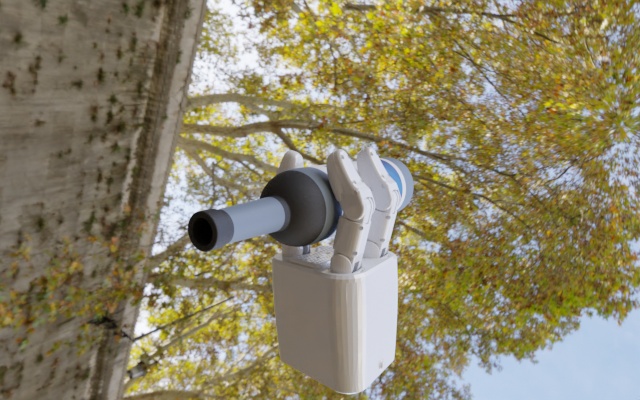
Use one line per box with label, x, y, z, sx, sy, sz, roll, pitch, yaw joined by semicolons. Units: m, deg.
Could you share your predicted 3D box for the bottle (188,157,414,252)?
bottle;0.000;0.001;0.435;0.069;0.069;0.295;0;7;32
